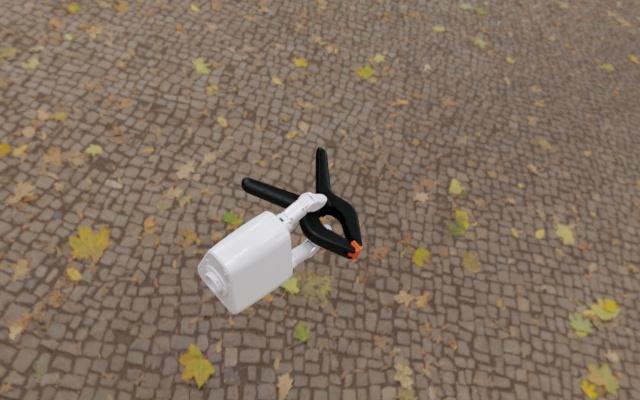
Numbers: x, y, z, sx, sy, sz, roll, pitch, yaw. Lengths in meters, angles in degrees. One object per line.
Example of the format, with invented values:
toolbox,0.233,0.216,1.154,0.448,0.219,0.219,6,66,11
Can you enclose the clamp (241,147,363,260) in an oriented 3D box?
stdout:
clamp,0.000,0.002,0.758,0.164,0.210,0.036,-34,-22,-32
